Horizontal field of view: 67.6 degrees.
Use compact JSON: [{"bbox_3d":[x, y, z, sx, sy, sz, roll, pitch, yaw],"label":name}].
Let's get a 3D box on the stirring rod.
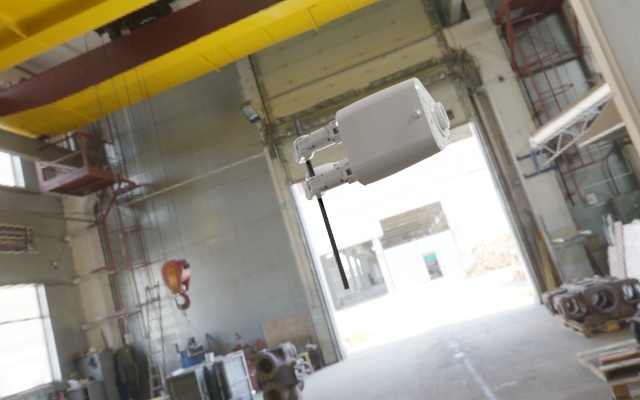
[{"bbox_3d":[0.000,0.002,0.641,0.011,0.239,0.011,-17,-10,-3],"label":"stirring rod"}]
